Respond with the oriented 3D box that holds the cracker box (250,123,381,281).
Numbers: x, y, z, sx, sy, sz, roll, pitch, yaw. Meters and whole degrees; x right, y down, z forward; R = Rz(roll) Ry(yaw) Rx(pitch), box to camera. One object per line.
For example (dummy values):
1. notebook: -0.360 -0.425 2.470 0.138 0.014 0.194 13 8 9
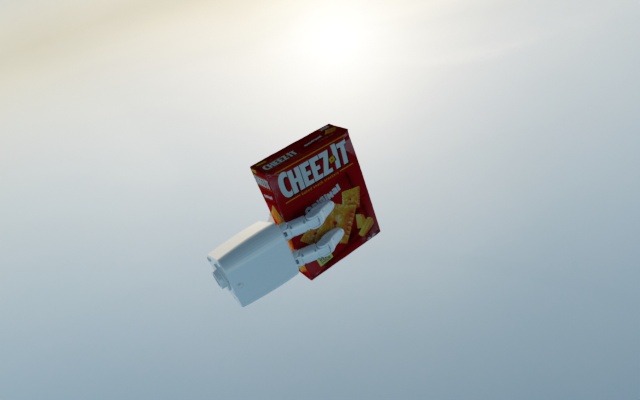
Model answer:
1. cracker box: 0.000 0.003 0.813 0.164 0.214 0.072 -32 29 -21
